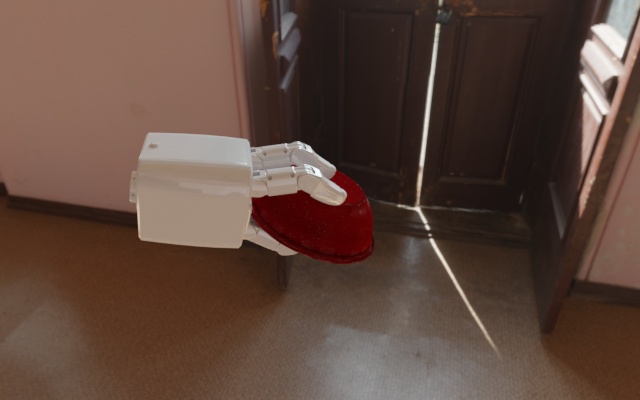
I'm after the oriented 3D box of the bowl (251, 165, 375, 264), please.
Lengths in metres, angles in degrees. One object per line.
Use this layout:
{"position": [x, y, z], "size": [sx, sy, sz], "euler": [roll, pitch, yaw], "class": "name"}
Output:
{"position": [0.001, 0.002, 0.555], "size": [0.162, 0.055, 0.162], "euler": [20, 25, -10], "class": "bowl"}
